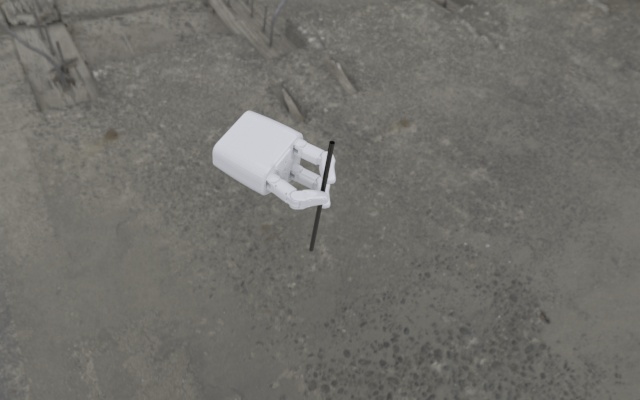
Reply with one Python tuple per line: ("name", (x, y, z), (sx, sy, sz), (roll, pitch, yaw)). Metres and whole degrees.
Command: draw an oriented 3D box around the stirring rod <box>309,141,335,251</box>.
("stirring rod", (0.000, 0.003, 0.755), (0.011, 0.011, 0.240), (0, -44, -11))
